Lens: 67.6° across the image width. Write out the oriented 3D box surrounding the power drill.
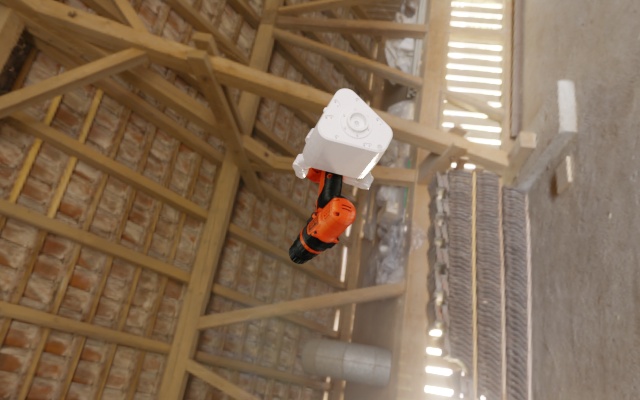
[{"bbox_3d":[0.000,0.002,0.833,0.057,0.187,0.184,18,-38,-24],"label":"power drill"}]
